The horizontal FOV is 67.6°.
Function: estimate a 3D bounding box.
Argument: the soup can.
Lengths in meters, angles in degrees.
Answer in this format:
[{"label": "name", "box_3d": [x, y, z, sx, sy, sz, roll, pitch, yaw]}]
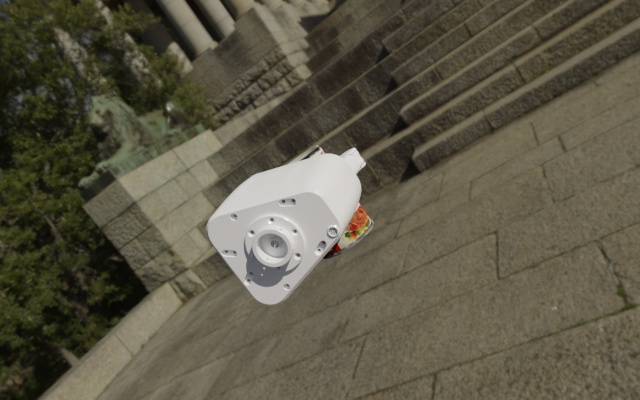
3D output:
[{"label": "soup can", "box_3d": [0.000, 0.001, 0.507, 0.068, 0.102, 0.068, -35, 9, 6]}]
